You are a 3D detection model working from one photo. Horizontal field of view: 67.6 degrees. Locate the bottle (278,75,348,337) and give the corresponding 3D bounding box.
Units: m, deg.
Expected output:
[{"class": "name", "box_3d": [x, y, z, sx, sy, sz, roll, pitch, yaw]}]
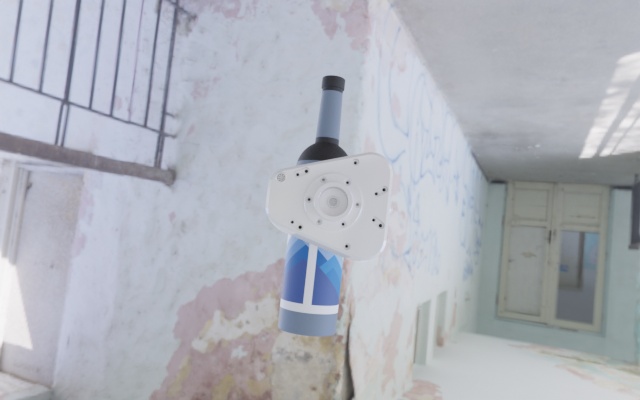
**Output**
[{"class": "bottle", "box_3d": [0.000, 0.002, 0.555, 0.069, 0.295, 0.069, 6, -4, 0]}]
